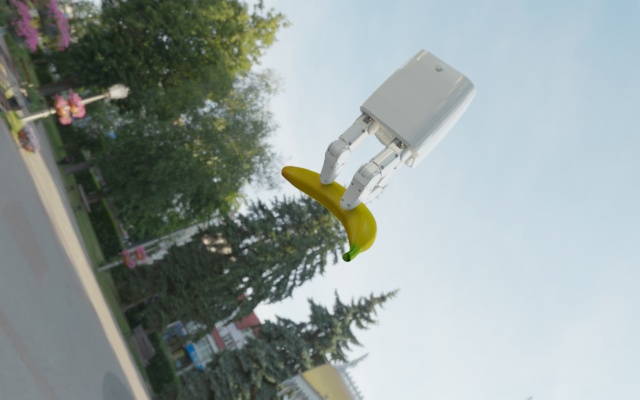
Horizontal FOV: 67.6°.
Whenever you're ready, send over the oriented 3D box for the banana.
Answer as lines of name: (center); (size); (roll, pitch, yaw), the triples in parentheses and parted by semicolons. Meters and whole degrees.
banana: (0.017, 0.005, 0.596); (0.069, 0.037, 0.197); (5, 28, -33)
